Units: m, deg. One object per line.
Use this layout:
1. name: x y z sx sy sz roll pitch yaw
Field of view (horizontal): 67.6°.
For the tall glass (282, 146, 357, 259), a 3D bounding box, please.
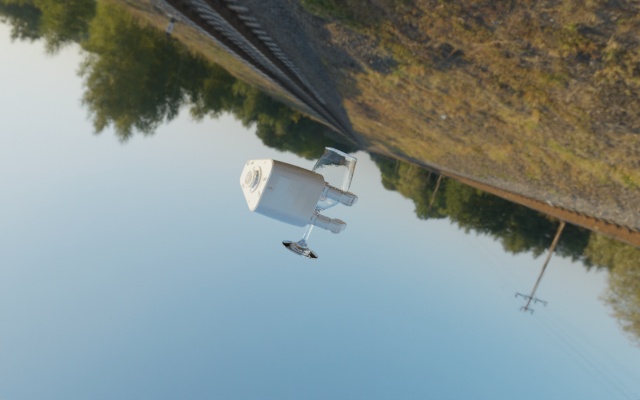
1. tall glass: 0.000 0.004 0.885 0.079 0.201 0.079 23 8 -3
